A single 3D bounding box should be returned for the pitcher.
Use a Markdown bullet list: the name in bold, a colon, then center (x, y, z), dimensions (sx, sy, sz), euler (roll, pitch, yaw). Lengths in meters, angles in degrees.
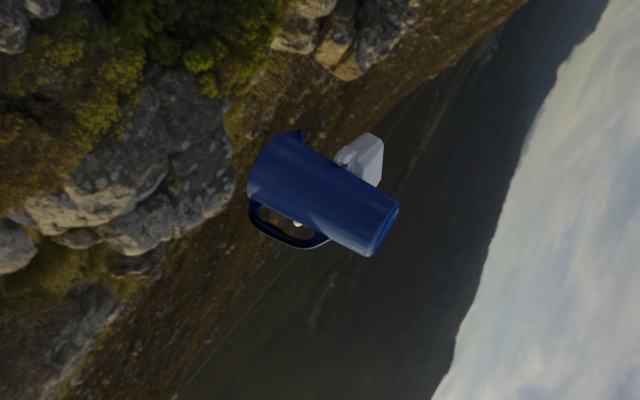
- **pitcher**: center (0.000, 0.003, 0.817), dimensions (0.243, 0.149, 0.145), euler (29, 43, 14)
